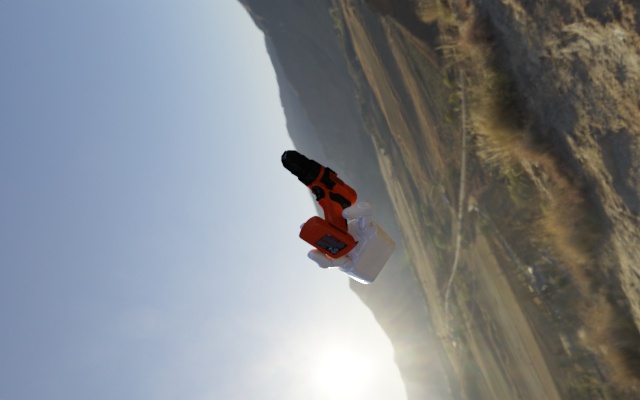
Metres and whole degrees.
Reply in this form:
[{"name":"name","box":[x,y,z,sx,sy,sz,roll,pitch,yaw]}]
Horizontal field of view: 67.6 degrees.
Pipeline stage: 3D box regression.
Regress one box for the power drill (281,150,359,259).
[{"name":"power drill","box":[0.000,0.003,0.889,0.184,0.187,0.057,32,-55,-27]}]
